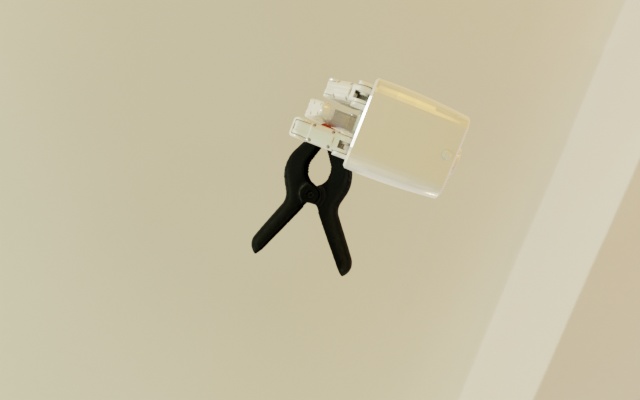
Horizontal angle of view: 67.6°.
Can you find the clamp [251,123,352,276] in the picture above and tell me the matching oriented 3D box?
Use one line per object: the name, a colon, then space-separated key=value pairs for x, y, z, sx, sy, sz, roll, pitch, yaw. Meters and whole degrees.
clamp: x=0.000 y=0.002 z=0.551 sx=0.120 sy=0.171 sz=0.039 roll=21 pitch=8 yaw=3
